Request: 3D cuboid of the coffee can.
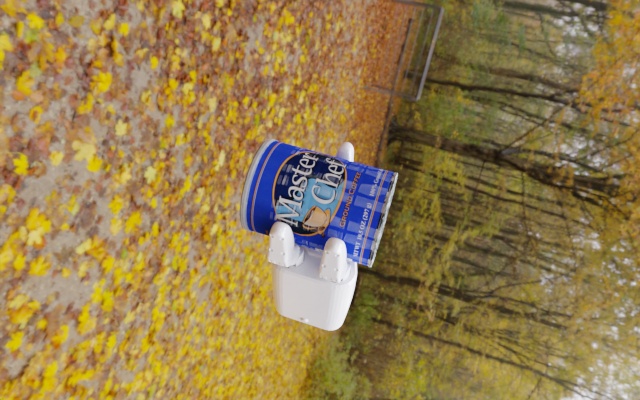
[{"bbox_3d":[0.000,0.001,0.504,0.140,0.103,0.103,16,3,9],"label":"coffee can"}]
